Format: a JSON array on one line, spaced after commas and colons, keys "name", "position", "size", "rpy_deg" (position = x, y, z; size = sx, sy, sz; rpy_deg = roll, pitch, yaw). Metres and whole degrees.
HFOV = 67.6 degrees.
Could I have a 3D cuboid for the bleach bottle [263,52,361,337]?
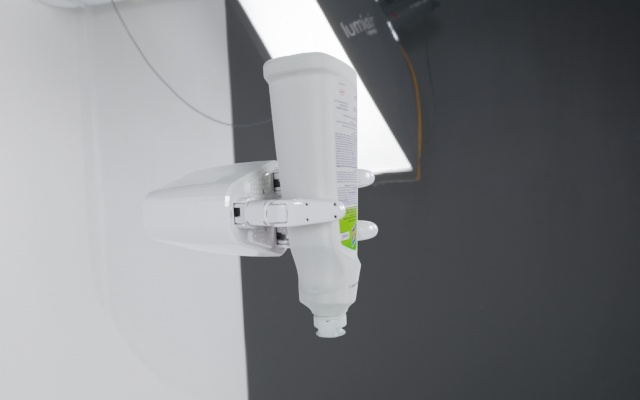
[{"name": "bleach bottle", "position": [0.000, 0.001, 0.443], "size": [0.068, 0.251, 0.102], "rpy_deg": [-2, 2, 25]}]
